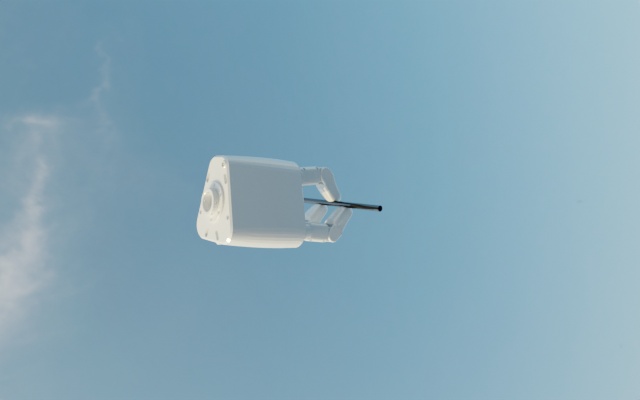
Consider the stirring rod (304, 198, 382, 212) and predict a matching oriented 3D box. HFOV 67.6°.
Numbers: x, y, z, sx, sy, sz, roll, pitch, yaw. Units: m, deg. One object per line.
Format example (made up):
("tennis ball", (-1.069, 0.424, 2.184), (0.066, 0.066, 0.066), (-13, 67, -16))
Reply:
("stirring rod", (0.000, 0.002, 0.700), (0.011, 0.011, 0.239), (0, 4, -39))
